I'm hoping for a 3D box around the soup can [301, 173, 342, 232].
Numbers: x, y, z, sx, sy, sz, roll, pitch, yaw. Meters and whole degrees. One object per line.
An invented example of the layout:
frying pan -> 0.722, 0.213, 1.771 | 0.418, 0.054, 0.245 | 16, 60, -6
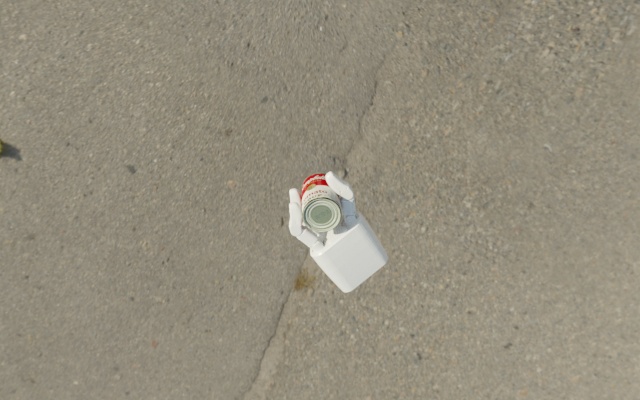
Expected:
soup can -> 0.000, 0.002, 0.835 | 0.068, 0.068, 0.102 | 0, 27, -2
